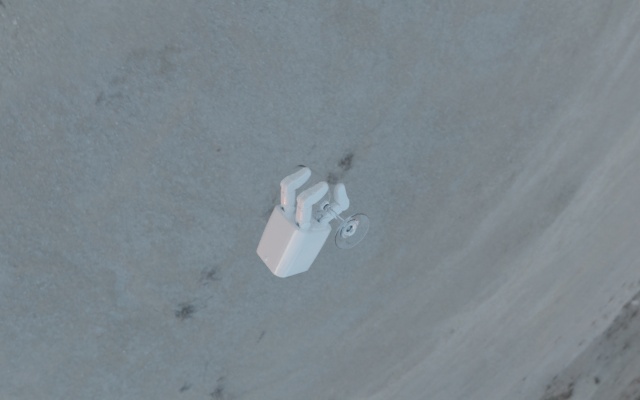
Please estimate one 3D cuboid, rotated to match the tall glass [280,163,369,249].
[{"bbox_3d":[0.001,0.003,0.888,0.079,0.079,0.201,0,31,-40],"label":"tall glass"}]
